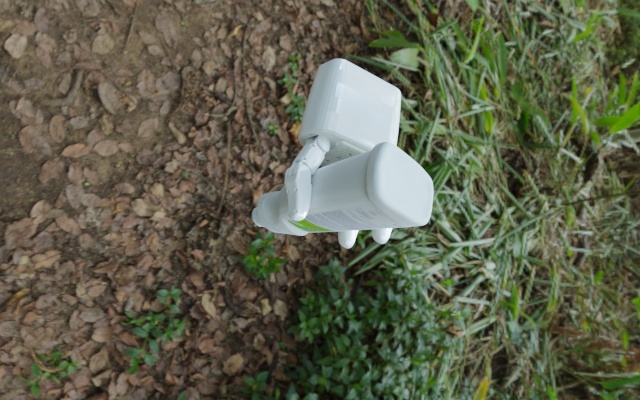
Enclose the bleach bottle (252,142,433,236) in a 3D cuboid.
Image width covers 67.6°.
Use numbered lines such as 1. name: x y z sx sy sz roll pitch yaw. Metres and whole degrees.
1. bleach bottle: 0.000 0.002 0.563 0.251 0.068 0.102 -11 -31 44
